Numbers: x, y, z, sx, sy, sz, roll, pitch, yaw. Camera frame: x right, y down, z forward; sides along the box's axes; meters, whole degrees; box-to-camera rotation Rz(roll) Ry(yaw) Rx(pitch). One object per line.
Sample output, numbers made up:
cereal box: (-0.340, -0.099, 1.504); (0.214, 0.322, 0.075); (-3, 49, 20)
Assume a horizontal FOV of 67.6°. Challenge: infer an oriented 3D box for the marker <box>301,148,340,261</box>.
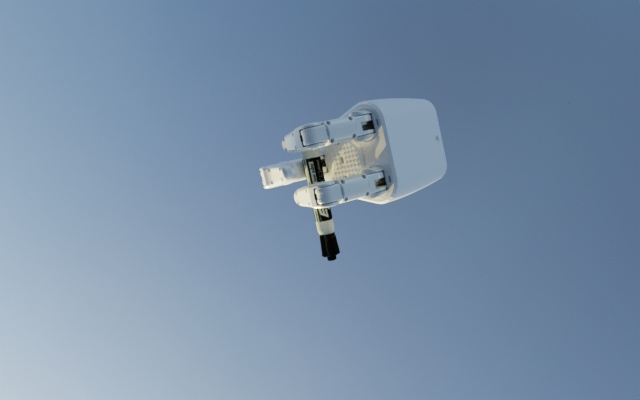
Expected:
marker: (0.000, 0.002, 0.479); (0.020, 0.121, 0.020); (-12, 6, 1)
